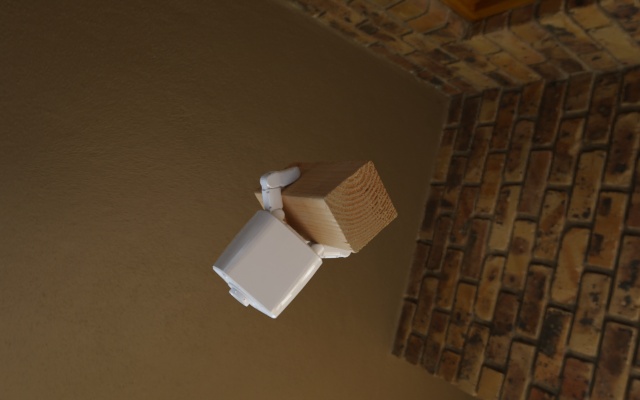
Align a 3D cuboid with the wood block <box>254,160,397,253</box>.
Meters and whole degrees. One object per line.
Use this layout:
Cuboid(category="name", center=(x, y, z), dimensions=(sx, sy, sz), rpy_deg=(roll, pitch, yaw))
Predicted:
Cuboid(category="wood block", center=(0.000, 0.002, 0.699), dimensions=(0.090, 0.091, 0.206), rpy_deg=(-39, 23, -24))
